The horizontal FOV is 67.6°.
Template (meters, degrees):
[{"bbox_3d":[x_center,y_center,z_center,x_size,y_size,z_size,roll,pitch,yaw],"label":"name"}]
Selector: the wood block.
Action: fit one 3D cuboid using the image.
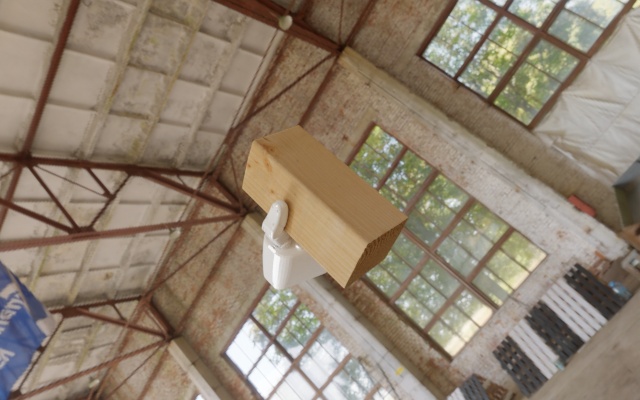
[{"bbox_3d":[0.000,0.002,0.635,0.206,0.090,0.091,42,45,22],"label":"wood block"}]
